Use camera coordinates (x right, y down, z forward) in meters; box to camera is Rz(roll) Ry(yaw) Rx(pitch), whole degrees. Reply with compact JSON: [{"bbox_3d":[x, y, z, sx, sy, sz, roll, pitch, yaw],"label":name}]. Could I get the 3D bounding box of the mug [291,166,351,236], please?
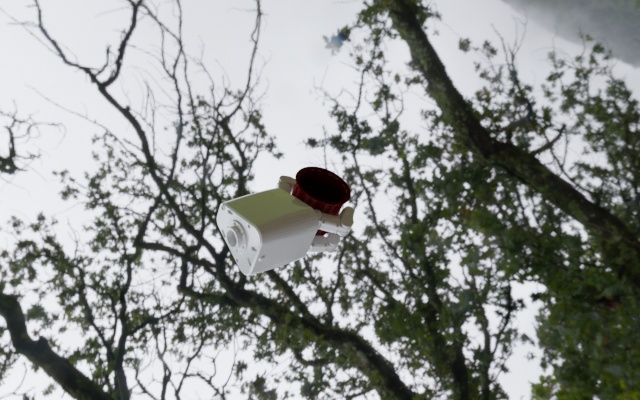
[{"bbox_3d":[0.001,0.002,0.781,0.117,0.081,0.093,-15,52,-42],"label":"mug"}]
